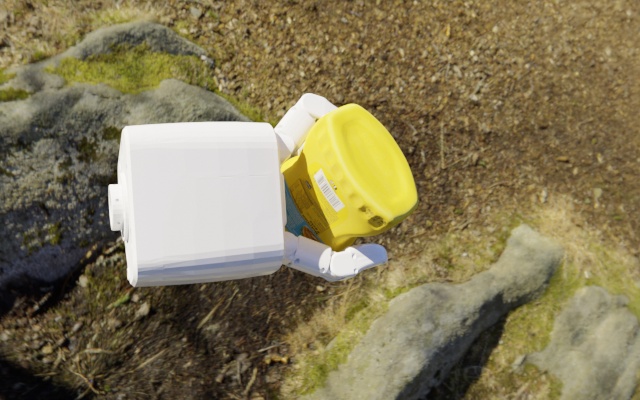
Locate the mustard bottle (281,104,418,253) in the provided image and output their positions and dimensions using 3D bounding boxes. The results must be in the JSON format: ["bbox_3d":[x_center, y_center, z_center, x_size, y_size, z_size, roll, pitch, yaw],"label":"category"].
[{"bbox_3d":[0.000,0.001,0.422,0.058,0.096,0.192,-31,-4,-31],"label":"mustard bottle"}]
